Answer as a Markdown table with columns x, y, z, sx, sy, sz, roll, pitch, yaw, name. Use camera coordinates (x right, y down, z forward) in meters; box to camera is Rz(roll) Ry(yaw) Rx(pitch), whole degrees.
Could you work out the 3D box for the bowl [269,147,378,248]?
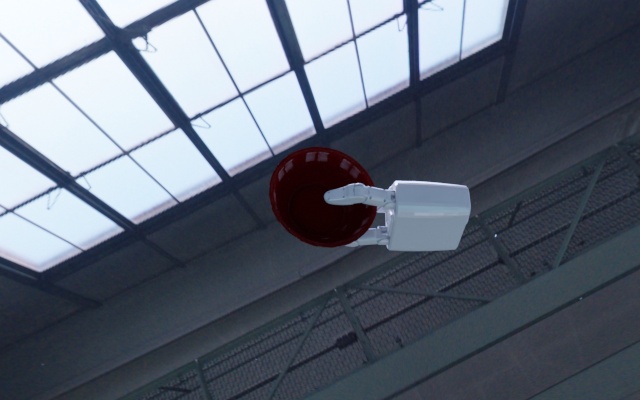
| x | y | z | sx | sy | sz | roll | pitch | yaw | name |
| --- | --- | --- | --- | --- | --- | --- | --- | --- | --- |
| -0.001 | 0.002 | 0.712 | 0.162 | 0.162 | 0.055 | 0 | -25 | -14 | bowl |
